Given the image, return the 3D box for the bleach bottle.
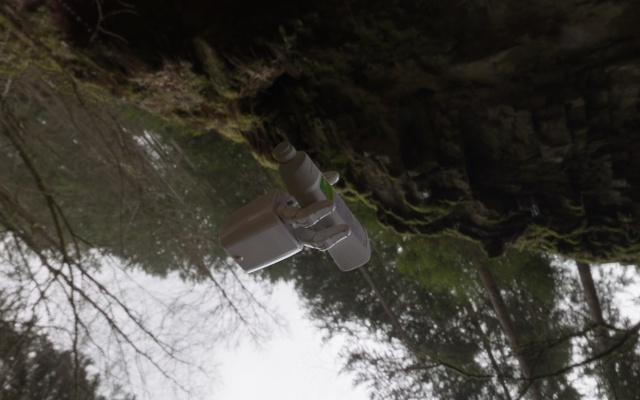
[{"bbox_3d":[0.000,0.003,0.779,0.068,0.251,0.102,-26,35,12],"label":"bleach bottle"}]
